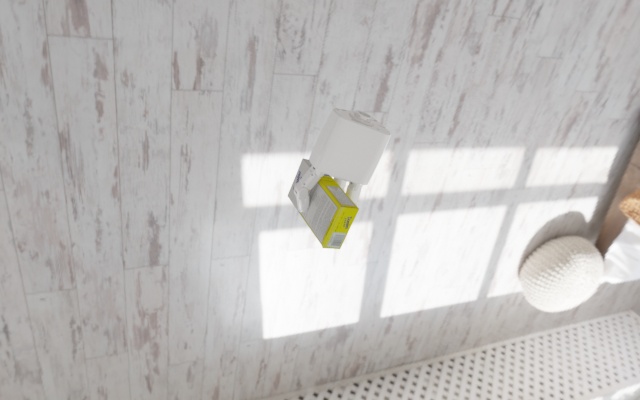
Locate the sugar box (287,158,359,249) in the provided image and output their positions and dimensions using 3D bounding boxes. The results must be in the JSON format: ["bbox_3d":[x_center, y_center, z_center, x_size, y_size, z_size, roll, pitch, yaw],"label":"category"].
[{"bbox_3d":[0.001,0.003,0.900,0.048,0.093,0.176,8,29,-31],"label":"sugar box"}]
